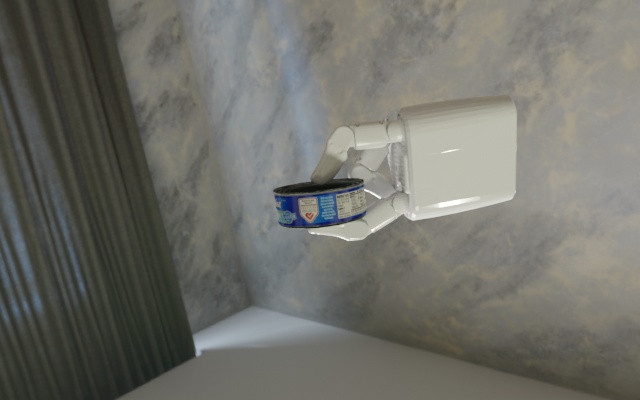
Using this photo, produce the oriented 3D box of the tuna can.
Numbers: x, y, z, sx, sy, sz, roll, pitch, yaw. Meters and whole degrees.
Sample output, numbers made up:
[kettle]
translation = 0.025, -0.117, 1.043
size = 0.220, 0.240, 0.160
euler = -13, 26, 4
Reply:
[tuna can]
translation = 0.000, 0.002, 0.449
size = 0.086, 0.034, 0.086
euler = -6, 8, 1
